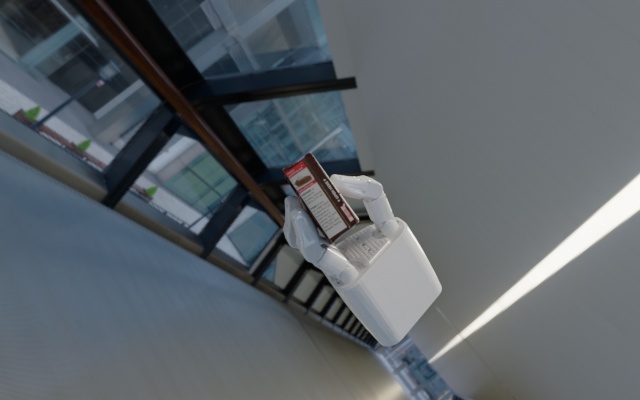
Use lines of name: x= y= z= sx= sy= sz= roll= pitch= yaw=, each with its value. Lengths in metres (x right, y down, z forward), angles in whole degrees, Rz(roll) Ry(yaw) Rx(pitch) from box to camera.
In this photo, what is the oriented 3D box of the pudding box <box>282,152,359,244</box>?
pudding box: x=0.000 y=0.002 z=0.522 sx=0.039 sy=0.090 sz=0.113 roll=-35 pitch=-5 yaw=-5
